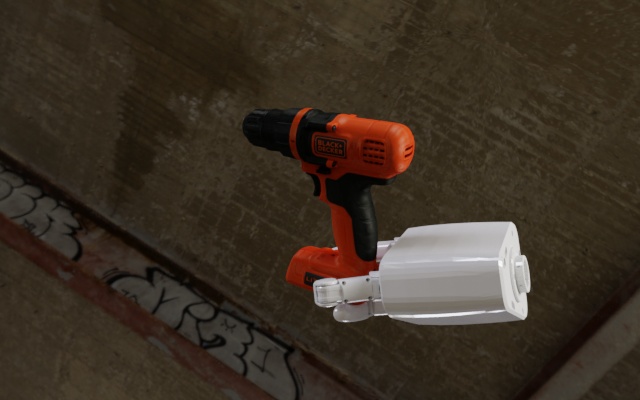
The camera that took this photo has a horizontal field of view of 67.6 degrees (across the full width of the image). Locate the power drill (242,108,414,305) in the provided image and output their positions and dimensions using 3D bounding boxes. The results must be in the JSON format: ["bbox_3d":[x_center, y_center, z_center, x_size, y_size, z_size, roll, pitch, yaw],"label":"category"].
[{"bbox_3d":[0.000,0.002,0.483,0.184,0.188,0.057,14,28,32],"label":"power drill"}]
